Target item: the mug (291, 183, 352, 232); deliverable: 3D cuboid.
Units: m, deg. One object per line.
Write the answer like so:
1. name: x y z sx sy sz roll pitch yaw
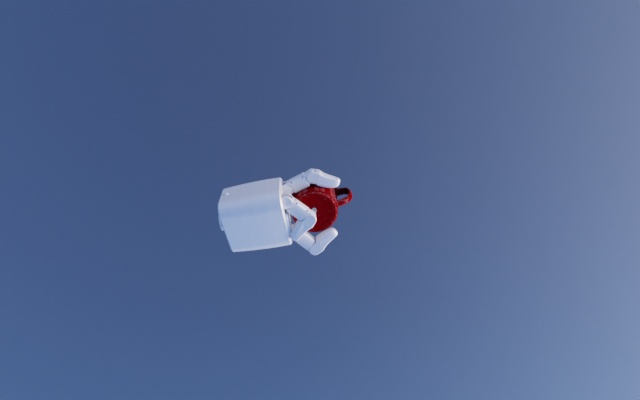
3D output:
1. mug: 0.002 0.003 0.861 0.117 0.093 0.081 -11 24 1
